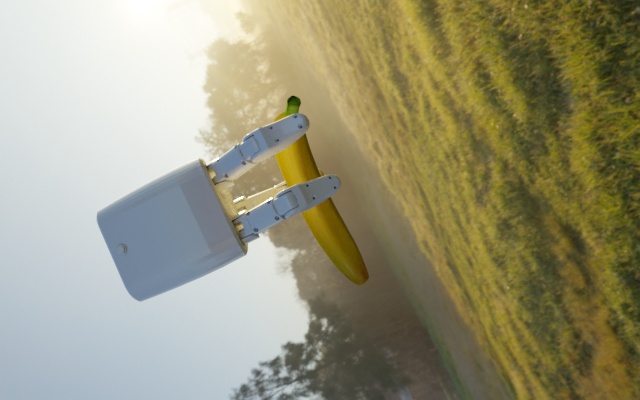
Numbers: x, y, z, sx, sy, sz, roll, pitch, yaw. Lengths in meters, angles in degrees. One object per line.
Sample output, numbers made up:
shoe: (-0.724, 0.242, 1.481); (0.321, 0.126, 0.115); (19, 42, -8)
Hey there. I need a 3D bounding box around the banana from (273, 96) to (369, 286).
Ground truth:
banana: (-0.006, -0.005, 0.474); (0.037, 0.198, 0.069); (-27, 18, -10)
